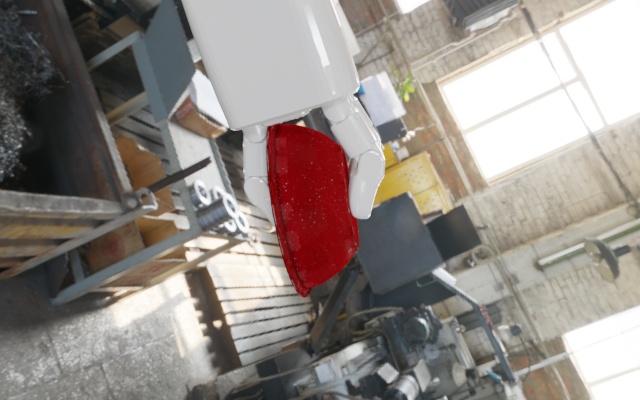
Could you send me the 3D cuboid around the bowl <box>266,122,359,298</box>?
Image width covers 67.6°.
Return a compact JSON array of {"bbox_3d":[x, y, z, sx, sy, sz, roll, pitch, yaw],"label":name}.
[{"bbox_3d":[0.001,0.002,0.424,0.055,0.162,0.162,-9,-1,7],"label":"bowl"}]
